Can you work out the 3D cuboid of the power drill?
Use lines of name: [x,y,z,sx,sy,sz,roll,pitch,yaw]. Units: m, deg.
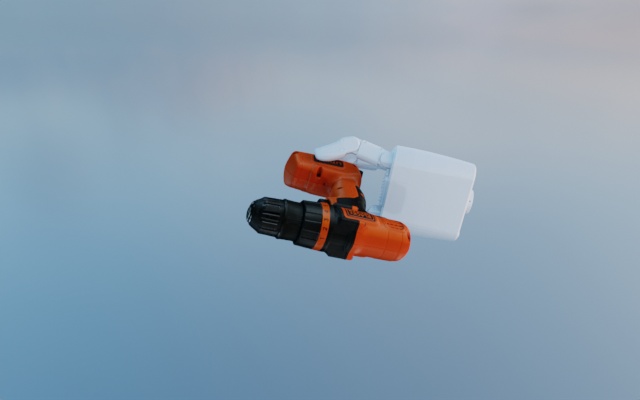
power drill: [0.000,0.002,0.578,0.184,0.057,0.187,14,24,-16]
